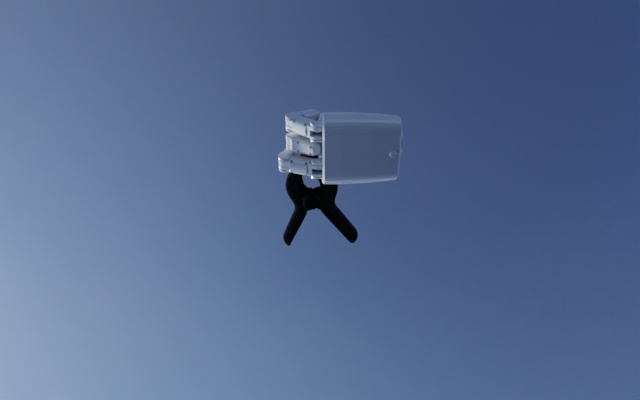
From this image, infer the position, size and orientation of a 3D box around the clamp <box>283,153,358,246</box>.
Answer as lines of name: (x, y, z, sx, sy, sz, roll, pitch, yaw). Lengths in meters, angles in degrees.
clamp: (0.000, 0.002, 0.737, 0.120, 0.172, 0.039, 1, 34, 0)
